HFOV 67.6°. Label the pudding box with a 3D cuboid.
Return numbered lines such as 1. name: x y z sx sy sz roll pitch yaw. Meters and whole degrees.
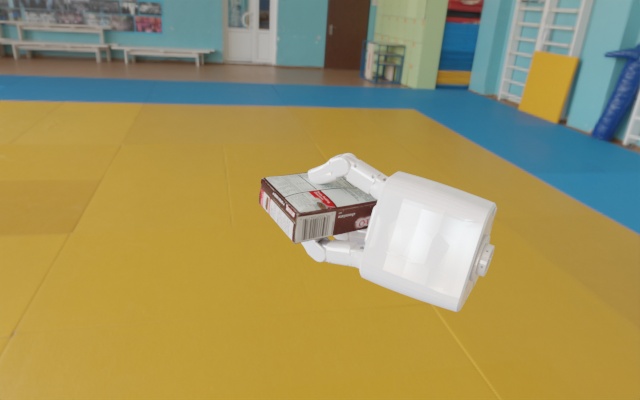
1. pudding box: 0.000 0.002 0.538 0.113 0.039 0.090 -7 31 -31
